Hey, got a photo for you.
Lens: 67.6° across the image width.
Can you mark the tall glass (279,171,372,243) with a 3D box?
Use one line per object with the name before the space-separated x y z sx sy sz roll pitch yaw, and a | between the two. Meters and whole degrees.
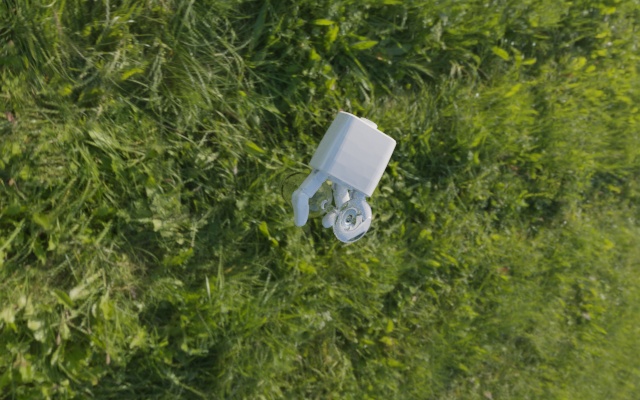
tall glass | 0.000 0.003 0.832 0.079 0.079 0.201 0 17 -33
